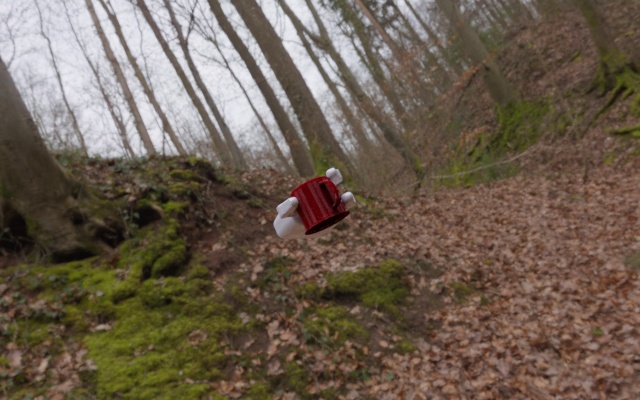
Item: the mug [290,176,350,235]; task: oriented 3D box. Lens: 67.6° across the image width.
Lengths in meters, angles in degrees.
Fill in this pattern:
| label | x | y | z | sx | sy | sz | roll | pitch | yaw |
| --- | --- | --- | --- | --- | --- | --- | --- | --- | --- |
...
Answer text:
| label | x | y | z | sx | sy | sz | roll | pitch | yaw |
| --- | --- | --- | --- | --- | --- | --- | --- | --- | --- |
| mug | 0.001 | 0.002 | 0.878 | 0.093 | 0.081 | 0.117 | -19 | -14 | -31 |
